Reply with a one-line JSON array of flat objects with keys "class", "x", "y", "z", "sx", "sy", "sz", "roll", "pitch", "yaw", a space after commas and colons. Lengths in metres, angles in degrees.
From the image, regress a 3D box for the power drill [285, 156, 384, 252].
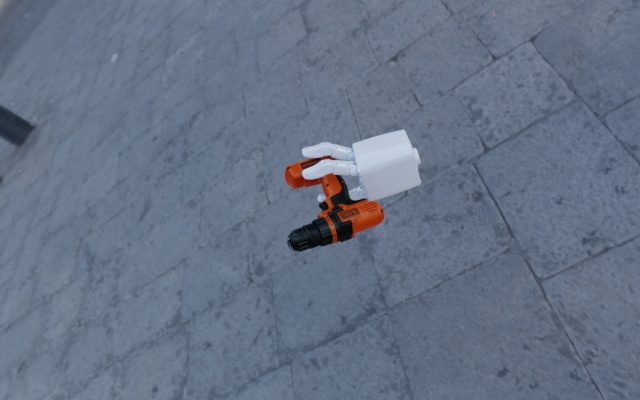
[{"class": "power drill", "x": 0.000, "y": 0.002, "z": 0.893, "sx": 0.184, "sy": 0.187, "sz": 0.057, "roll": -17, "pitch": -39, "yaw": -17}]
